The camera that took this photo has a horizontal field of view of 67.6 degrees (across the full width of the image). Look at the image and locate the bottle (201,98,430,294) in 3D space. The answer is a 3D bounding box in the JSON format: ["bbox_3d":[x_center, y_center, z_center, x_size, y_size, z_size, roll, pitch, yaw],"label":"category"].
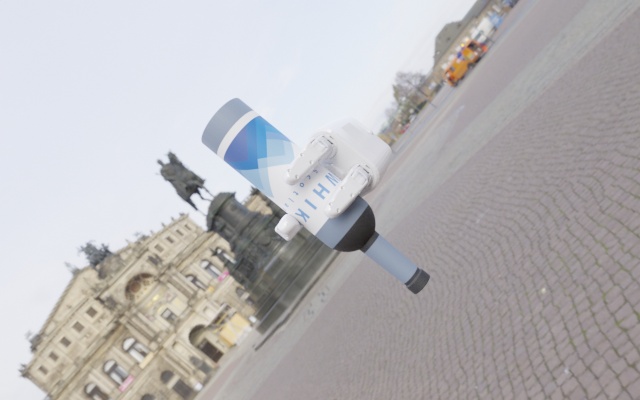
[{"bbox_3d":[0.000,0.002,0.539,0.295,0.069,0.069,39,2,2],"label":"bottle"}]
